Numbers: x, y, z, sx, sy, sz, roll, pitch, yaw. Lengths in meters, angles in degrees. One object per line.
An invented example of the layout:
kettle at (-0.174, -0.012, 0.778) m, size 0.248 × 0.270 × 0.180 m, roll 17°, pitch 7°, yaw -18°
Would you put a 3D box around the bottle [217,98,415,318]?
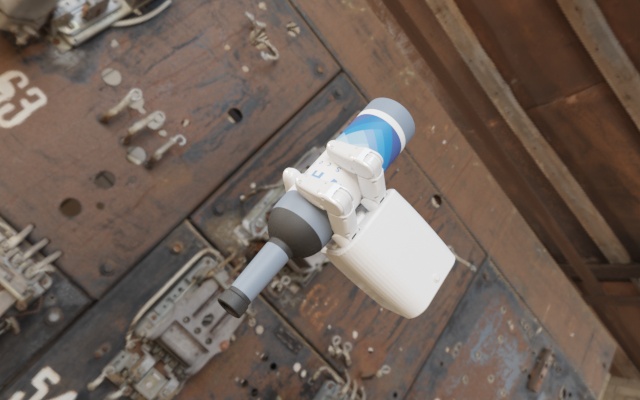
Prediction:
bottle at (0.000, 0.001, 0.507) m, size 0.069 × 0.069 × 0.295 m, roll 0°, pitch 42°, yaw 51°
